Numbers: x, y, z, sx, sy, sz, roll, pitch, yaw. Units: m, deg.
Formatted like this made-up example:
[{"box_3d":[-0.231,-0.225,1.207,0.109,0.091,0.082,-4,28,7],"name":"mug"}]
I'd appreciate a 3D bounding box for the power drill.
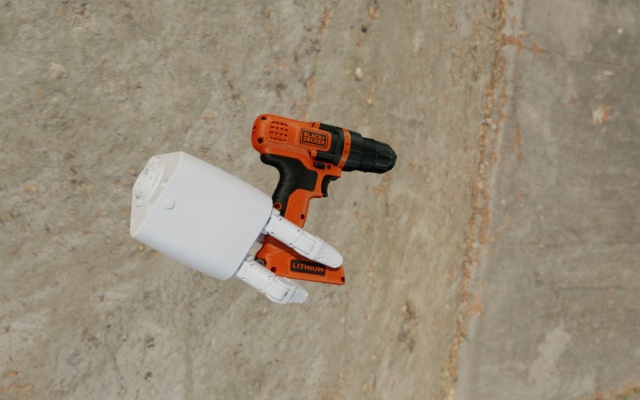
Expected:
[{"box_3d":[0.000,0.002,0.562,0.184,0.187,0.057,10,-10,-19],"name":"power drill"}]
